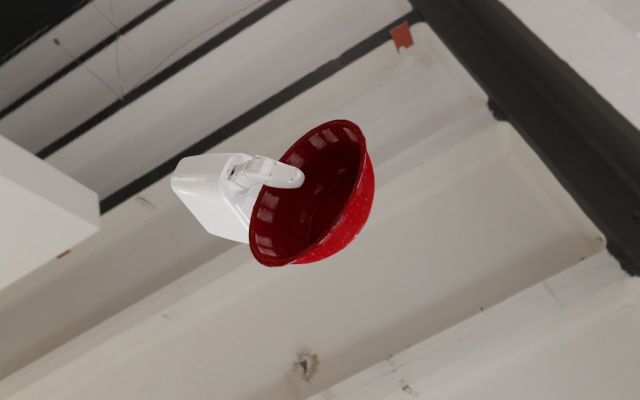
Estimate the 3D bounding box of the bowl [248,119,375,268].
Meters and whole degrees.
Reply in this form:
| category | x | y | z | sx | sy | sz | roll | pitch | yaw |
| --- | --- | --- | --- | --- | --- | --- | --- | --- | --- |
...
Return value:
| category | x | y | z | sx | sy | sz | roll | pitch | yaw |
| --- | --- | --- | --- | --- | --- | --- | --- | --- | --- |
| bowl | 0.001 | 0.002 | 0.471 | 0.055 | 0.162 | 0.162 | 34 | -19 | -31 |
